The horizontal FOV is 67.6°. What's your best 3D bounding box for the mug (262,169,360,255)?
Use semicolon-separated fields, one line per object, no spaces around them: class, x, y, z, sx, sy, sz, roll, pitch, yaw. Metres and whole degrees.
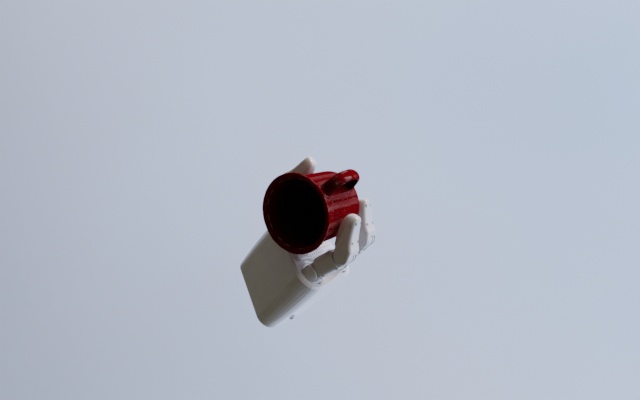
mug;0.001;0.001;0.557;0.117;0.093;0.081;-45;-17;32
